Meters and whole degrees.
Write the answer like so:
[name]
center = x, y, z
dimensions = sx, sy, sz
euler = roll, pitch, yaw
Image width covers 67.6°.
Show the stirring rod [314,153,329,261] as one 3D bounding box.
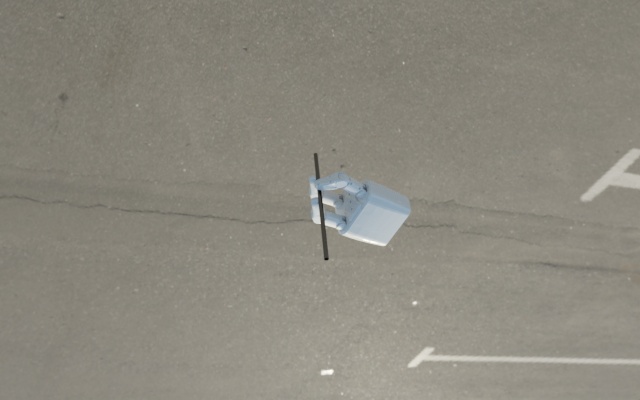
[stirring rod]
center = 0.000, 0.003, 0.850
dimensions = 0.011, 0.239, 0.011
euler = -4, -39, -3
